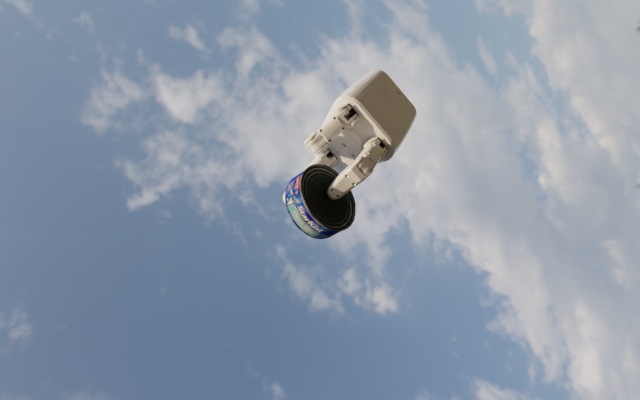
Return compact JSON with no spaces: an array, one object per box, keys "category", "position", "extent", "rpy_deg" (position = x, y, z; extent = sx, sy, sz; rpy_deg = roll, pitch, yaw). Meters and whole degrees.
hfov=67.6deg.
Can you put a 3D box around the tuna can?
[{"category":"tuna can","position":[0.000,0.002,0.568],"extent":[0.086,0.086,0.034],"rpy_deg":[0,-23,-45]}]
